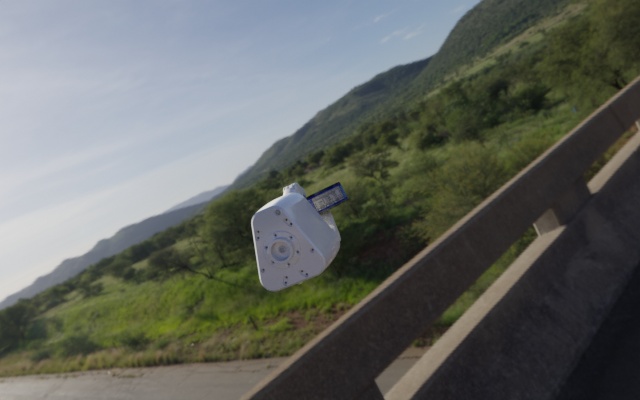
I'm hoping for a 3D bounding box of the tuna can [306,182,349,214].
[{"bbox_3d":[0.000,0.002,0.773,0.086,0.034,0.086,-26,0,0],"label":"tuna can"}]
